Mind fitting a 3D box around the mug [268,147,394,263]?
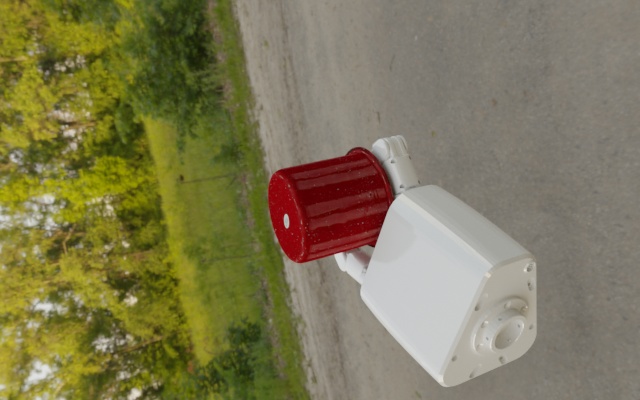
[{"bbox_3d":[-0.001,0.001,0.425,0.081,0.093,0.117,-13,29,-23],"label":"mug"}]
